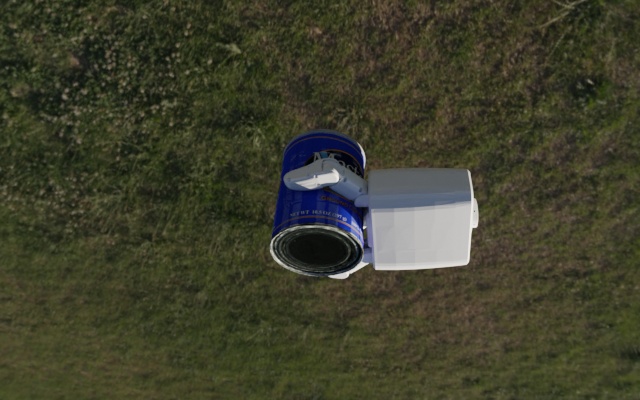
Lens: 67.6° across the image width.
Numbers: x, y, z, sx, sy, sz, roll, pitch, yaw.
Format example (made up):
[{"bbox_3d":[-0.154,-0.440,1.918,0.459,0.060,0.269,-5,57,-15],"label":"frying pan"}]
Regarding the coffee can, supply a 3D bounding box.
[{"bbox_3d":[0.000,0.002,0.556,0.103,0.140,0.103,3,-38,2],"label":"coffee can"}]
